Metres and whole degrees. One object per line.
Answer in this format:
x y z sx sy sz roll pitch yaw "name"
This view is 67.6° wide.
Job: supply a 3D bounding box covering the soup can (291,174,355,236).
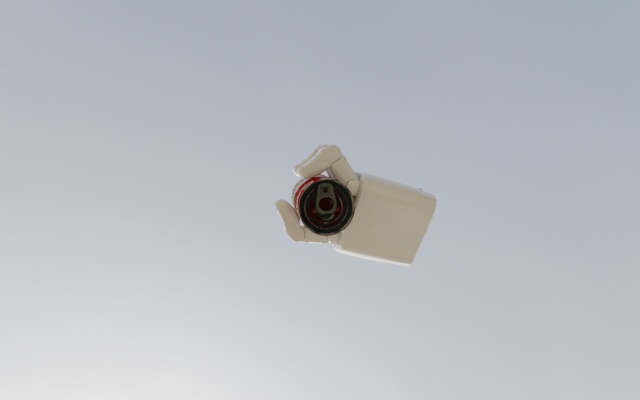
0.000 0.002 0.609 0.068 0.068 0.102 0 7 -9 "soup can"
